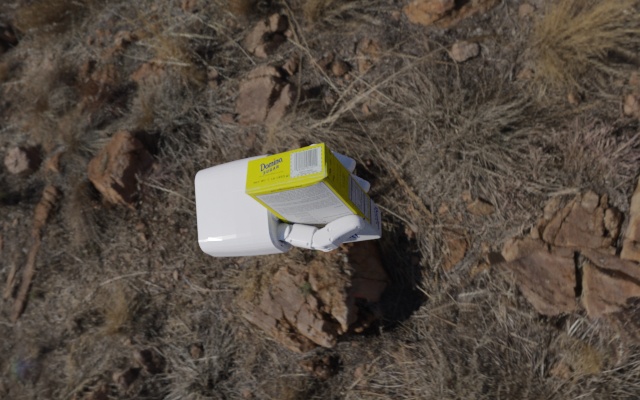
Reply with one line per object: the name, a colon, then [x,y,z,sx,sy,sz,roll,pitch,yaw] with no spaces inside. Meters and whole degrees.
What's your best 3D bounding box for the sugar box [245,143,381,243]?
sugar box: [0.000,0.001,0.550,0.093,0.048,0.176,-10,-25,22]
